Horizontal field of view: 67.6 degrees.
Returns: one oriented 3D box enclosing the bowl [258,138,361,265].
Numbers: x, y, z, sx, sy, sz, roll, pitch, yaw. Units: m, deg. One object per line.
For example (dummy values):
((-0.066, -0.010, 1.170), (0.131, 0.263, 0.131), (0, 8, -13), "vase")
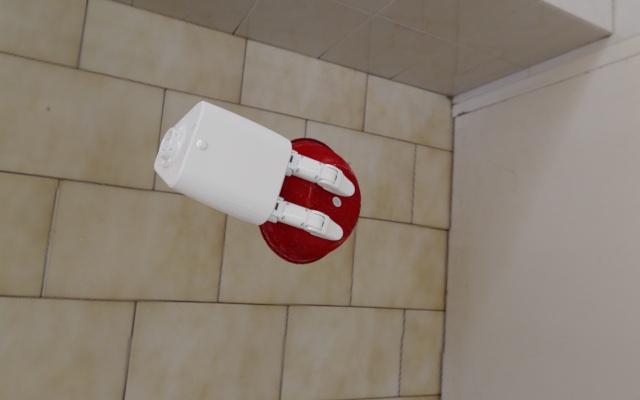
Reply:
((0.001, 0.002, 0.591), (0.162, 0.162, 0.055), (0, 2, -44), "bowl")
